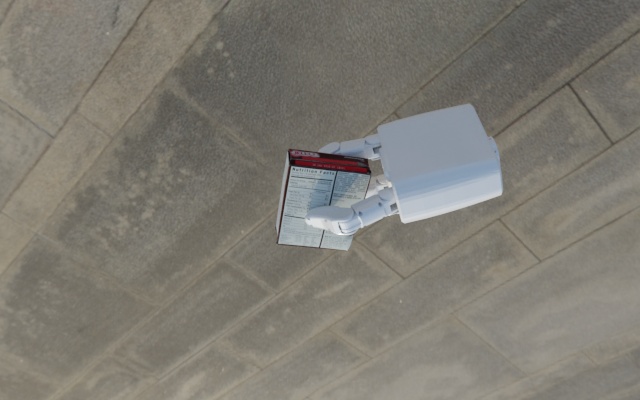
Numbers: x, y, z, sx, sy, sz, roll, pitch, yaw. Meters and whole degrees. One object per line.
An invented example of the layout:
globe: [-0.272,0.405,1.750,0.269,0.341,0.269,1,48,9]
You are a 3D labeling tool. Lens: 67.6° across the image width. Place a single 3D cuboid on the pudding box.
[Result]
pudding box: [0.000,0.002,0.533,0.090,0.114,0.039,7,33,-9]
